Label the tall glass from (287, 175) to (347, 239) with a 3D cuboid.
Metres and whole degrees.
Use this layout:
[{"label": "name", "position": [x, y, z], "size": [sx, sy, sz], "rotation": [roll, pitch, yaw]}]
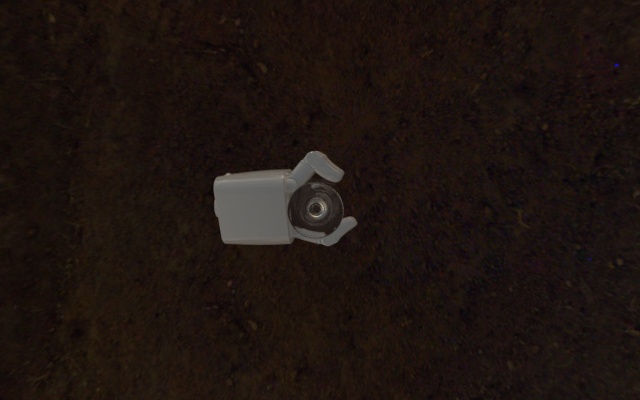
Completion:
[{"label": "tall glass", "position": [0.000, 0.002, 0.719], "size": [0.079, 0.079, 0.201], "rotation": [0, 6, 4]}]
